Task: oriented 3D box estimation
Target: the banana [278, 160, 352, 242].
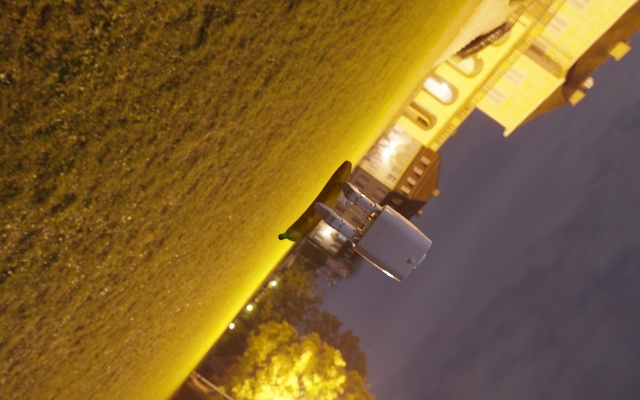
[{"bbox_3d":[-0.002,0.010,0.896,0.037,0.197,0.070,38,-13,9],"label":"banana"}]
